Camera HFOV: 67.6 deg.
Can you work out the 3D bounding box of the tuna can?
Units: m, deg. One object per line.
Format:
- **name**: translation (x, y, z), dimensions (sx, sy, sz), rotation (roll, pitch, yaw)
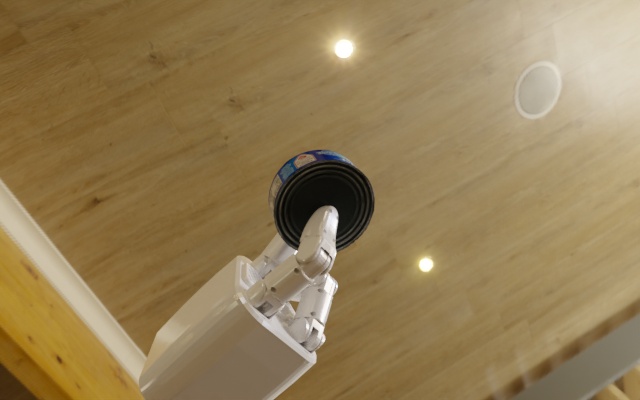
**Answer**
- **tuna can**: translation (0.000, 0.001, 0.404), dimensions (0.086, 0.086, 0.033), rotation (0, 24, -17)
